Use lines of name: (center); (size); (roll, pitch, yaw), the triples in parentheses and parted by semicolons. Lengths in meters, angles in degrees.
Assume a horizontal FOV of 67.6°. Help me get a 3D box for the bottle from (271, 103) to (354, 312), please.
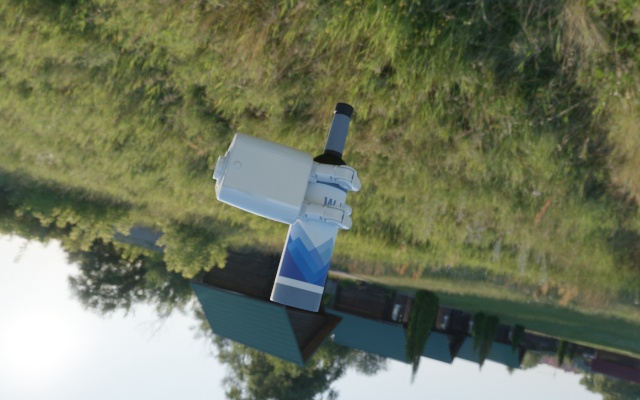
bottle: (0.000, 0.002, 0.673); (0.069, 0.295, 0.069); (14, -11, 3)
